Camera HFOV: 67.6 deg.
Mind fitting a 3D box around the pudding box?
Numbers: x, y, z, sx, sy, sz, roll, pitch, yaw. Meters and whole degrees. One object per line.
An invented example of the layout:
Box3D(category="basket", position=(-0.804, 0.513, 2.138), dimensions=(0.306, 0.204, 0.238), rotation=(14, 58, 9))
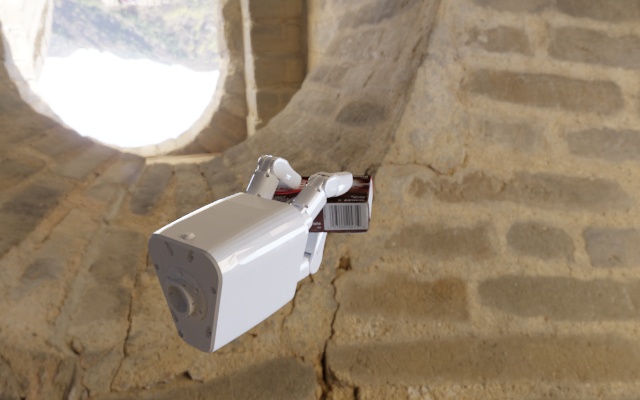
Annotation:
Box3D(category="pudding box", position=(0.000, 0.002, 0.528), dimensions=(0.113, 0.039, 0.090), rotation=(1, 22, 8))
